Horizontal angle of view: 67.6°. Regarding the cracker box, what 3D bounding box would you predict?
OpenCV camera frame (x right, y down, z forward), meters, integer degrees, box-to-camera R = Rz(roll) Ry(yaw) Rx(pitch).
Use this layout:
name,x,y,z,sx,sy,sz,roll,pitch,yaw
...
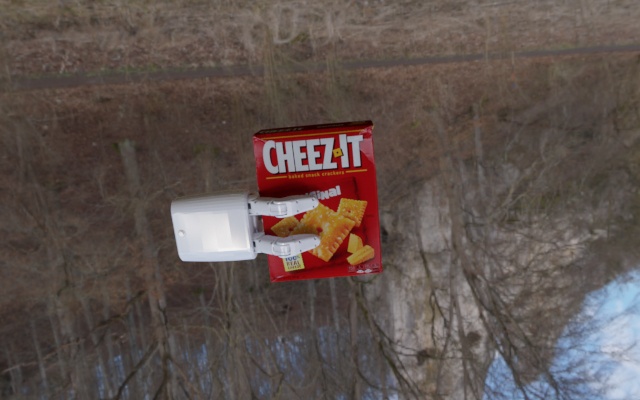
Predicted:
name,x,y,z,sx,sy,sz,roll,pitch,yaw
cracker box,0.000,0.002,0.678,0.164,0.214,0.072,-4,14,4
